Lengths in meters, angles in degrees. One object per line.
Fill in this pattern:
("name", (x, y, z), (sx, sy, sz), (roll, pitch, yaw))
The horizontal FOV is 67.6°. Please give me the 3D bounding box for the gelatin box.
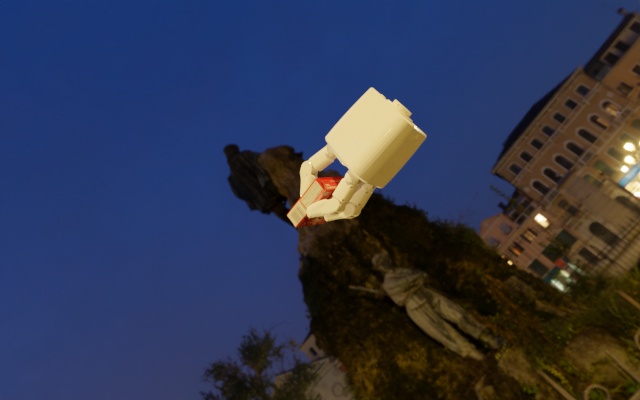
("gelatin box", (0.000, 0.002, 0.760), (0.073, 0.030, 0.089), (-5, -39, -52))
